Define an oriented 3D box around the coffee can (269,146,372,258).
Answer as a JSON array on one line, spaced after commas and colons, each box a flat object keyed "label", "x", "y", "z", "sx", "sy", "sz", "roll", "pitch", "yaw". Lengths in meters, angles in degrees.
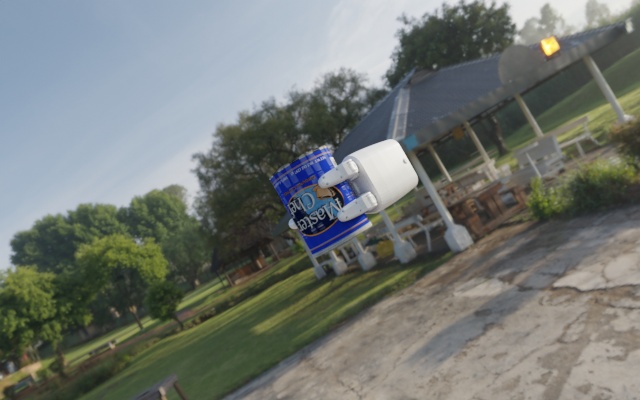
[{"label": "coffee can", "x": 0.000, "y": 0.003, "z": 0.729, "sx": 0.103, "sy": 0.140, "sz": 0.103, "roll": -30, "pitch": -3, "yaw": -1}]
